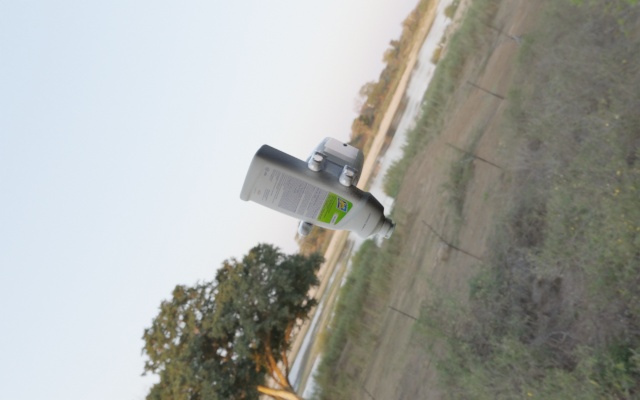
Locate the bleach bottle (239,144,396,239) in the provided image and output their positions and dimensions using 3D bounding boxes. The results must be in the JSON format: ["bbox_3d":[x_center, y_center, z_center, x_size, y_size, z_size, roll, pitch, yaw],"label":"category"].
[{"bbox_3d":[0.000,0.002,0.782,0.251,0.103,0.068,25,31,1],"label":"bleach bottle"}]
